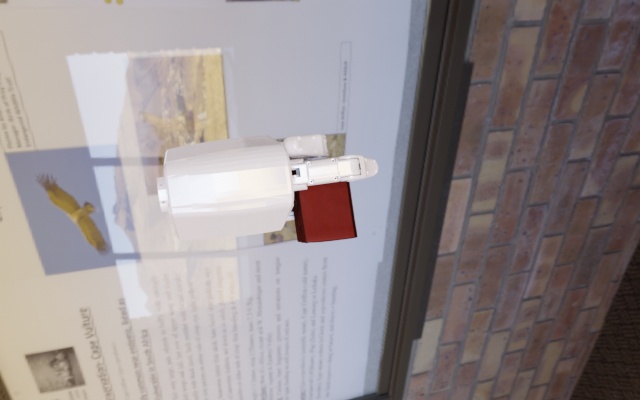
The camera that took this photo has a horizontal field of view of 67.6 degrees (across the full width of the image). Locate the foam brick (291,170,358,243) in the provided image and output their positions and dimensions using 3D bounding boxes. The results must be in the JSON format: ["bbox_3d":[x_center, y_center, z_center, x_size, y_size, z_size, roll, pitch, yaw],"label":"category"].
[{"bbox_3d":[0.000,0.002,0.474,0.051,0.078,0.053,-8,-1,-14],"label":"foam brick"}]
